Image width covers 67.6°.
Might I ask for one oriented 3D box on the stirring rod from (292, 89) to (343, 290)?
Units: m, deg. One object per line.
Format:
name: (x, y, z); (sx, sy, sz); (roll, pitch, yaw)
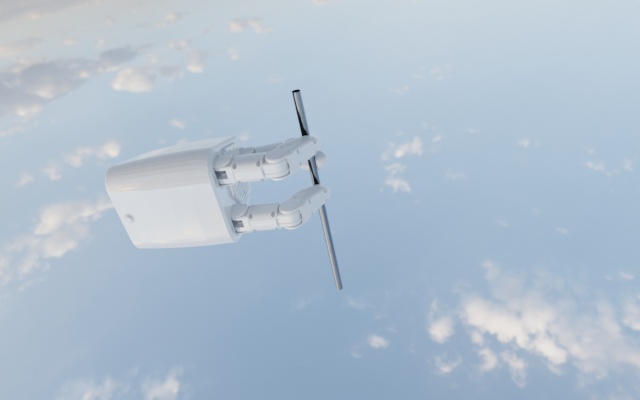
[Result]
stirring rod: (0.000, 0.002, 0.492); (0.011, 0.240, 0.011); (-9, 32, 6)
